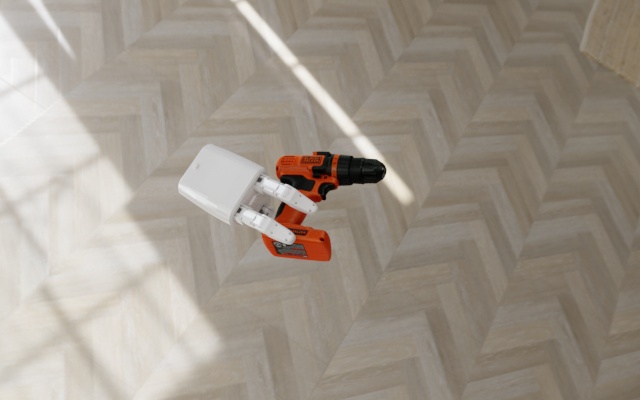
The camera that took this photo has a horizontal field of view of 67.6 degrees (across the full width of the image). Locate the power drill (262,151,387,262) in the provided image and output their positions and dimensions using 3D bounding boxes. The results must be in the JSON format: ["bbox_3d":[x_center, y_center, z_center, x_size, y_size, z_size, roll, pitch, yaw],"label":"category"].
[{"bbox_3d":[0.000,0.003,0.739,0.184,0.187,0.057,2,-41,19],"label":"power drill"}]
